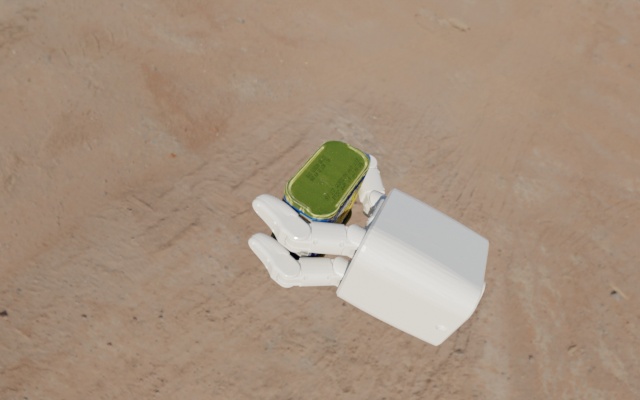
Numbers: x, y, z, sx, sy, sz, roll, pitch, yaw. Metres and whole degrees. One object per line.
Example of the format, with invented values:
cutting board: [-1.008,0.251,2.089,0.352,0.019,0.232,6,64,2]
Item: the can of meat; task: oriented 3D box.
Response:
can of meat: [0.000,0.001,0.464,0.057,0.102,0.084,31,-38,9]
